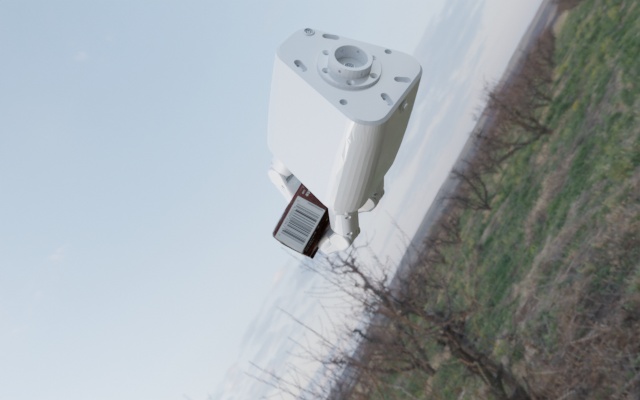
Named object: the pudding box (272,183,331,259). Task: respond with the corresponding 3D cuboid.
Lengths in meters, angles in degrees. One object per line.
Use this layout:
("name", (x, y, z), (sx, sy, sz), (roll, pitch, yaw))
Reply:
("pudding box", (0.000, 0.002, 0.489), (0.039, 0.113, 0.090), (30, -6, 11))
